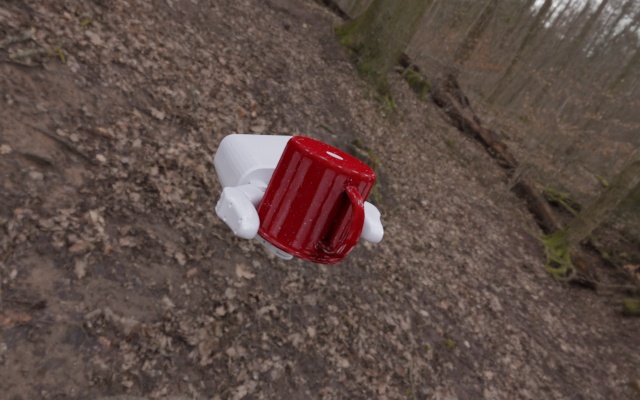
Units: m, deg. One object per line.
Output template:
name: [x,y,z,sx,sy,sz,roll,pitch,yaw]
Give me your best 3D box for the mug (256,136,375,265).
mug: [0.001,0.002,0.402,0.093,0.081,0.117,16,18,-31]
